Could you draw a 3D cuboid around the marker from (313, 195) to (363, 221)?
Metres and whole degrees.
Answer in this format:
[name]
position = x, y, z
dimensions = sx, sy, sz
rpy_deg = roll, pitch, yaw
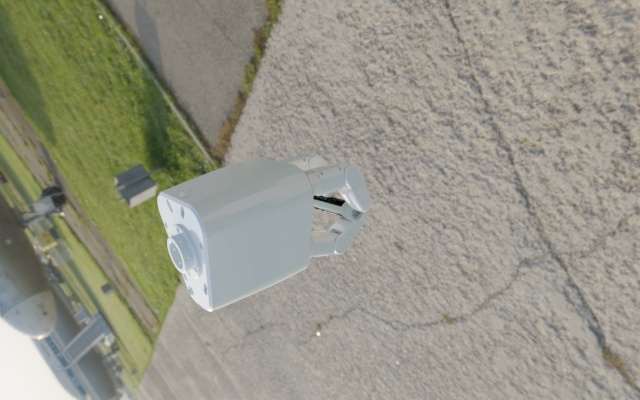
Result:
[marker]
position = 0.000, 0.002, 0.536
dimensions = 0.020, 0.020, 0.121
rpy_deg = 0, 10, -39
